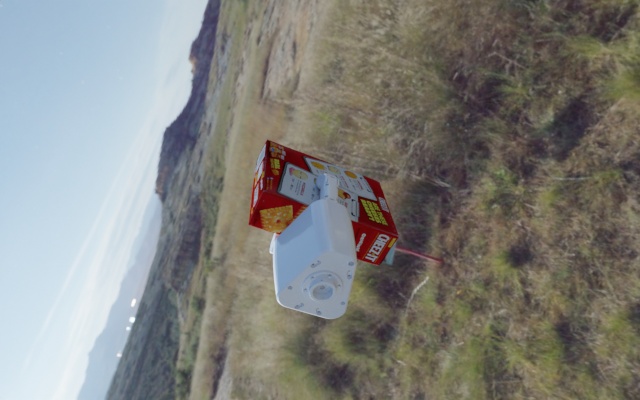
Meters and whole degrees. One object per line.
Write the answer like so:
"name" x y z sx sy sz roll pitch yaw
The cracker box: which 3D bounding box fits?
"cracker box" 0.000 0.002 0.749 0.214 0.072 0.164 20 29 -17
